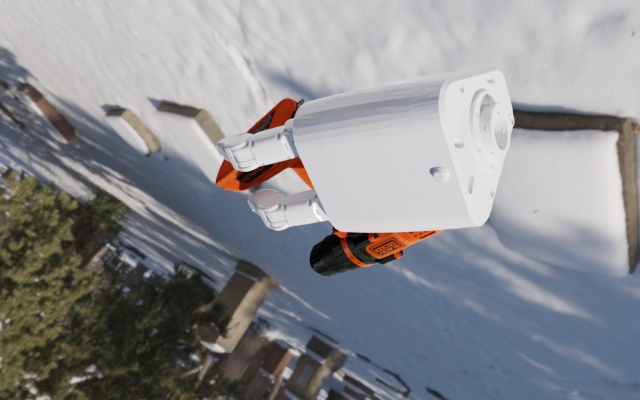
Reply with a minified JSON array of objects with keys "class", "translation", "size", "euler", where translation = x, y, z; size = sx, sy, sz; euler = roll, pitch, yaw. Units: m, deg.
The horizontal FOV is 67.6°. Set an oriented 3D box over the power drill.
[{"class":"power drill","translation":[0.000,0.001,0.453],"size":[0.188,0.057,0.184],"euler":[32,-43,-25]}]
